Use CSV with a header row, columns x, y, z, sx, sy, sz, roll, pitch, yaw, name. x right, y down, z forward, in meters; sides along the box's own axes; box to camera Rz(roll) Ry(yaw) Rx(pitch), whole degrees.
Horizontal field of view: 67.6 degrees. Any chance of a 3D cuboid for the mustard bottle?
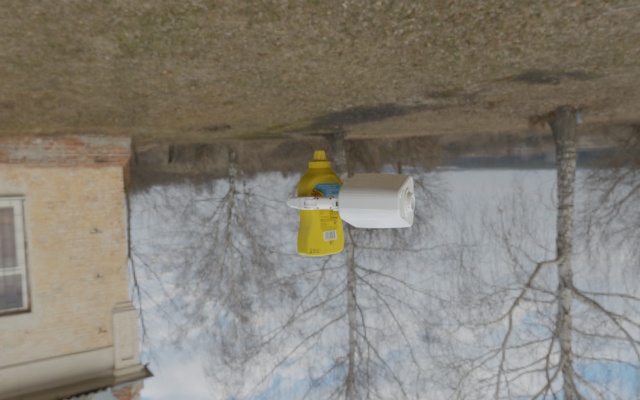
x,y,z,sx,sy,sz,roll,pitch,yaw,name
0.000,0.003,0.889,0.096,0.191,0.058,-4,5,-41,mustard bottle
